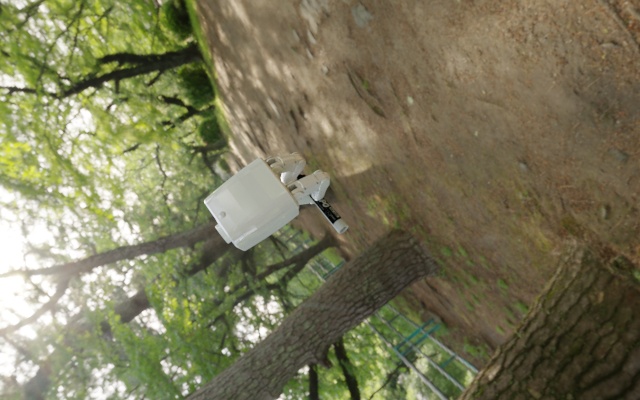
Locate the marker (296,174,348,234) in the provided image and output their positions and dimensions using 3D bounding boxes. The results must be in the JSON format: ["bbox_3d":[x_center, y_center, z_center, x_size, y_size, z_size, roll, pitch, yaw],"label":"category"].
[{"bbox_3d":[0.000,0.002,0.753,0.020,0.121,0.020,-32,-25,-17],"label":"marker"}]
